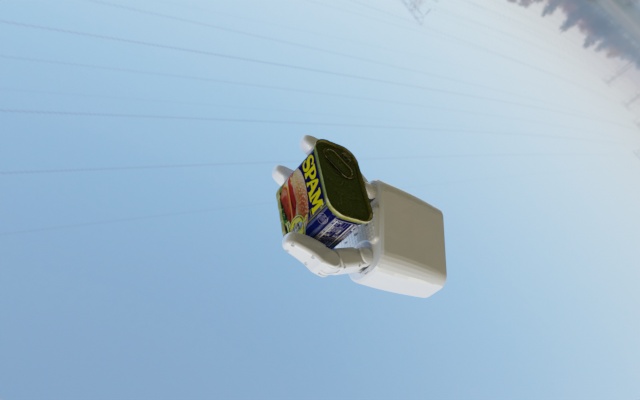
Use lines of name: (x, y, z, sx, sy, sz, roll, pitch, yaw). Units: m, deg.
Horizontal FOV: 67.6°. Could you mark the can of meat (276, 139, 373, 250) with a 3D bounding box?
can of meat: (0.000, 0.002, 0.502, 0.057, 0.102, 0.084, 16, -45, -33)
